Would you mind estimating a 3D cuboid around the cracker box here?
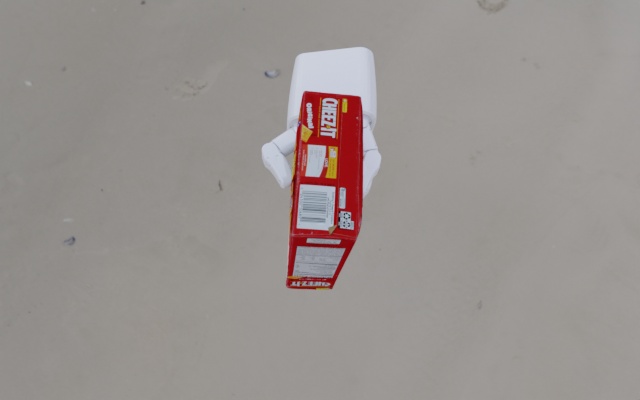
[{"bbox_3d":[0.000,0.002,0.564,0.072,0.164,0.214,4,-23,-3],"label":"cracker box"}]
